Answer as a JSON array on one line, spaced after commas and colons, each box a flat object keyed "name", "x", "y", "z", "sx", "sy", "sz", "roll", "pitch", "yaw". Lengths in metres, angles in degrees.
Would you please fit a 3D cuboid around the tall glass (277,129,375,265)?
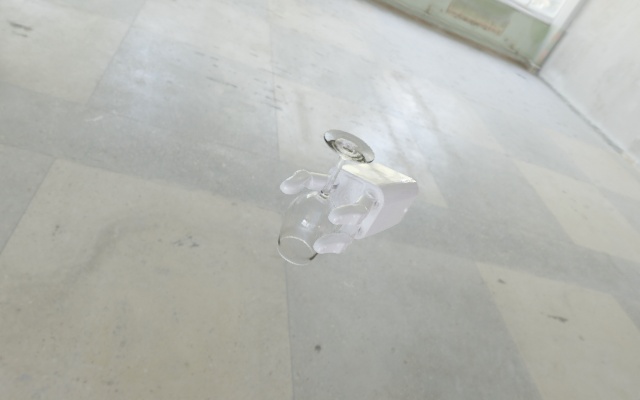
[{"name": "tall glass", "x": 0.000, "y": 0.002, "z": 0.679, "sx": 0.079, "sy": 0.201, "sz": 0.079, "roll": 19, "pitch": 33, "yaw": -13}]
